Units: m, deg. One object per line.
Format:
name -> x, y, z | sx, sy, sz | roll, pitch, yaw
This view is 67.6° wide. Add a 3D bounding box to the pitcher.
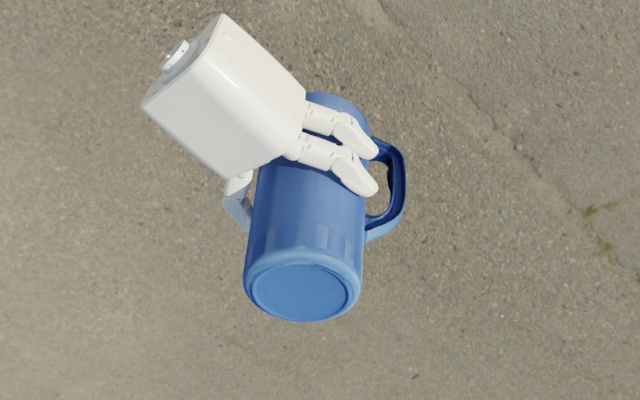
pitcher -> 0.000, 0.002, 0.511 | 0.149, 0.242, 0.145 | -29, -55, 28
